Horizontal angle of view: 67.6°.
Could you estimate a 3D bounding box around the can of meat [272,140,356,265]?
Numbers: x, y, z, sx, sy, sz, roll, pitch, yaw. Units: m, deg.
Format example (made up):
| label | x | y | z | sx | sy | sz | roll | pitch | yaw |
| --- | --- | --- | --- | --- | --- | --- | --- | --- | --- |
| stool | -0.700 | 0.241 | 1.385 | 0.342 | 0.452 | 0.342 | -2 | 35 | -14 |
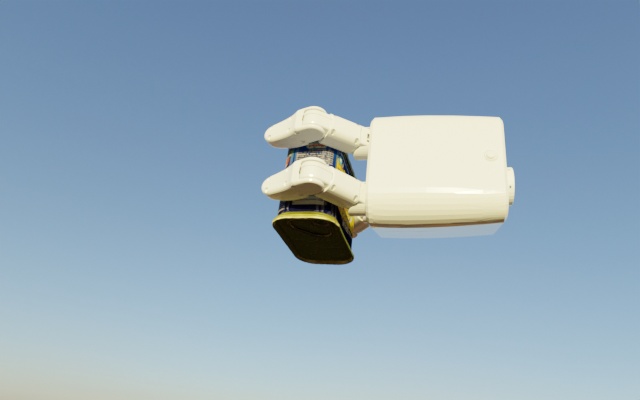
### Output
| label | x | y | z | sx | sy | sz | roll | pitch | yaw |
| --- | --- | --- | --- | --- | --- | --- | --- | --- | --- |
| can of meat | 0.000 | 0.001 | 0.438 | 0.057 | 0.084 | 0.102 | -1 | -29 | 16 |
